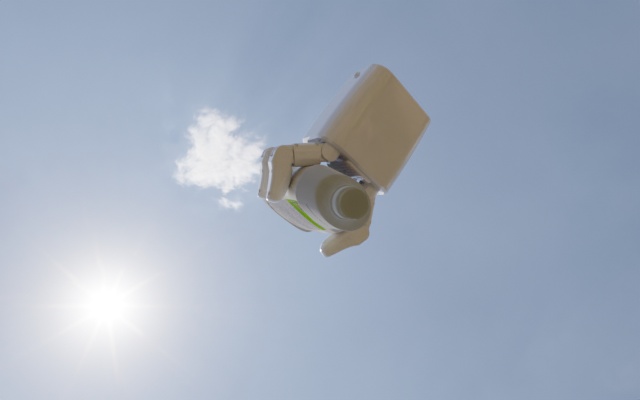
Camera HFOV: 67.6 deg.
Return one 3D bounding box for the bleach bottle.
[{"bbox_3d":[0.000,0.002,0.548,0.102,0.068,0.251,37,-8,-16],"label":"bleach bottle"}]
